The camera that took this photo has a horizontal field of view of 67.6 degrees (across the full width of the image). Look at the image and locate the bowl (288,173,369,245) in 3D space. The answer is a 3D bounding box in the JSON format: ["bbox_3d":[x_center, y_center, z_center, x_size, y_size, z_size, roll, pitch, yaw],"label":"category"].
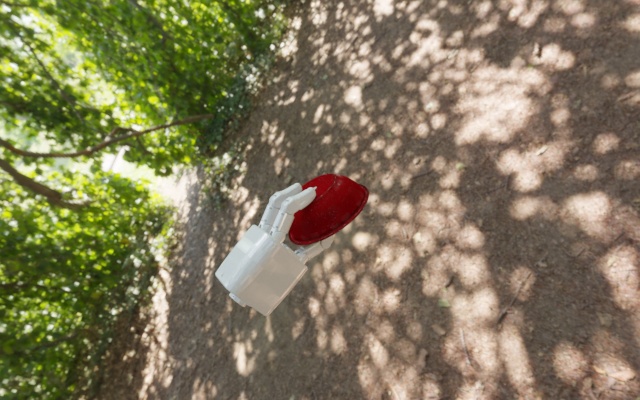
[{"bbox_3d":[0.001,0.001,0.818,0.162,0.055,0.162,-28,23,13],"label":"bowl"}]
